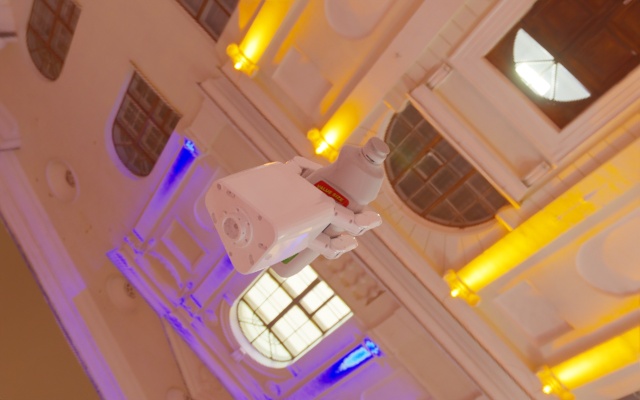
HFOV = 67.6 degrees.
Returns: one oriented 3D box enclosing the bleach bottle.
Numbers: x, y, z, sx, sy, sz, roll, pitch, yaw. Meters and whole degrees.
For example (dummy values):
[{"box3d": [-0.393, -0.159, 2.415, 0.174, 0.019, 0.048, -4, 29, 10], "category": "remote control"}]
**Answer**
[{"box3d": [0.000, 0.002, 0.659, 0.068, 0.102, 0.251, -22, -21, -52], "category": "bleach bottle"}]
